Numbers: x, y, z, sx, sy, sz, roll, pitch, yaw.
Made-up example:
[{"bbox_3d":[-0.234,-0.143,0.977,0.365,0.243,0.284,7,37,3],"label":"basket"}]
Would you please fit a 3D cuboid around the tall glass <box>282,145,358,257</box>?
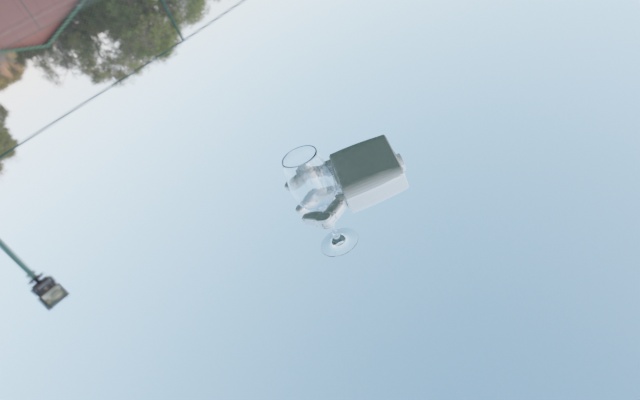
[{"bbox_3d":[0.000,0.003,0.829,0.079,0.201,0.079,-17,35,12],"label":"tall glass"}]
